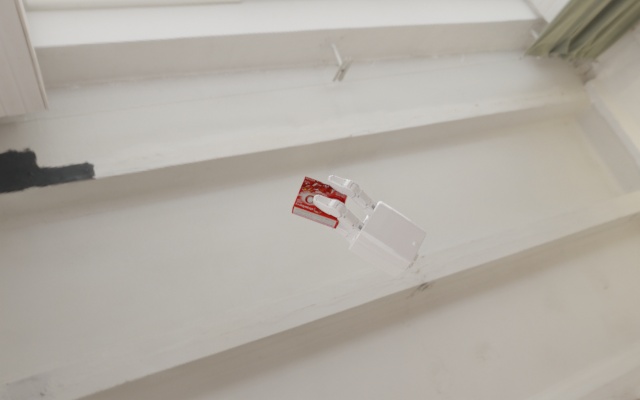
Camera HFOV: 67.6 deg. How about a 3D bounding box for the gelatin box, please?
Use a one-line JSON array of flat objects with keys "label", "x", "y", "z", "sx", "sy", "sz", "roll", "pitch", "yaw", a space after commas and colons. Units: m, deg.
[{"label": "gelatin box", "x": 0.000, "y": 0.003, "z": 0.883, "sx": 0.089, "sy": 0.073, "sz": 0.030, "roll": 19, "pitch": -35, "yaw": 1}]
